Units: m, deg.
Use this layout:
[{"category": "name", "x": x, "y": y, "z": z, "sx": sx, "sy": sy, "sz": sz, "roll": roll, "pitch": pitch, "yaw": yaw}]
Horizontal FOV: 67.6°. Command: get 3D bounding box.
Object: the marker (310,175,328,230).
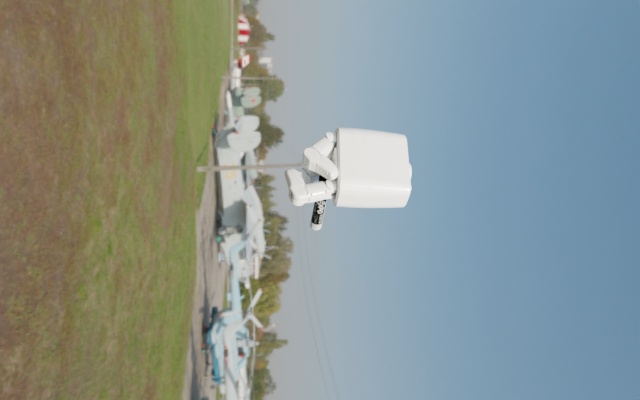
[{"category": "marker", "x": 0.000, "y": 0.002, "z": 0.725, "sx": 0.020, "sy": 0.020, "sz": 0.121, "roll": 0, "pitch": -40, "yaw": -10}]
